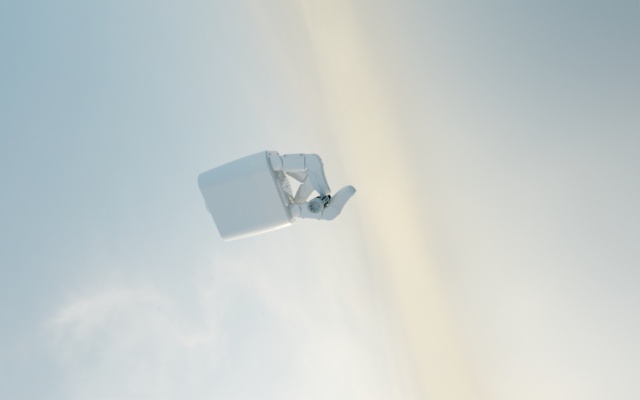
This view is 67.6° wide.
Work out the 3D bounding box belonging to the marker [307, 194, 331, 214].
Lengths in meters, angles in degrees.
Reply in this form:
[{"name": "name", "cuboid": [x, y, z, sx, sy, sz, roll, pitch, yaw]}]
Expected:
[{"name": "marker", "cuboid": [0.000, 0.002, 0.631, 0.020, 0.020, 0.121, 0, 5, 7]}]
